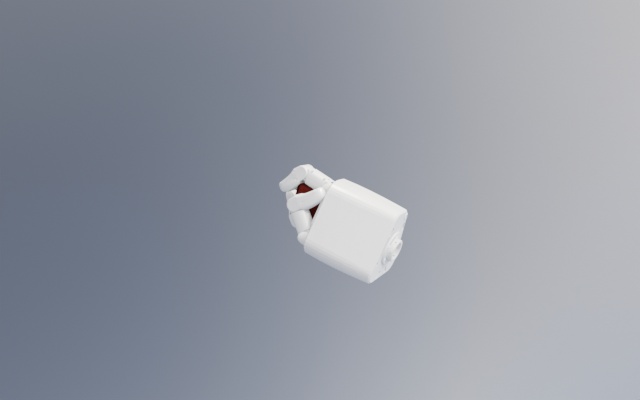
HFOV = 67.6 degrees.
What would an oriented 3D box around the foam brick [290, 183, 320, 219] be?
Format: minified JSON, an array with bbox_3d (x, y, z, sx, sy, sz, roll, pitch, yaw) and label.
[{"bbox_3d":[0.000,0.002,0.725,0.051,0.053,0.078,25,21,24],"label":"foam brick"}]
